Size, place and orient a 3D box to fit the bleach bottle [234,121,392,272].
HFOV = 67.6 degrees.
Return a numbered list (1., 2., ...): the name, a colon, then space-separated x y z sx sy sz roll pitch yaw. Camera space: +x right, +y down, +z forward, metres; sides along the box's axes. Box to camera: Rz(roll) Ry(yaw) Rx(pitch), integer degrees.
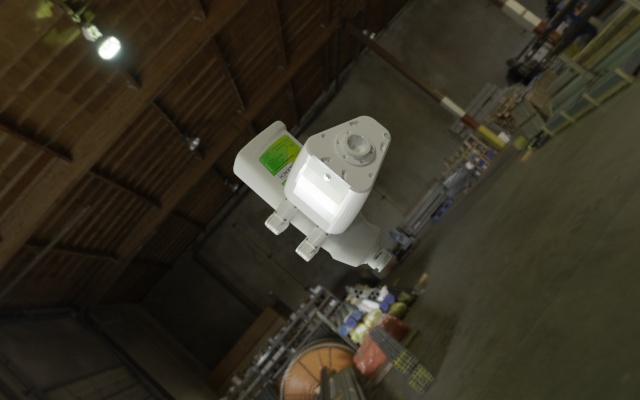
1. bleach bottle: 0.000 0.002 0.677 0.102 0.251 0.068 -45 -8 -32
